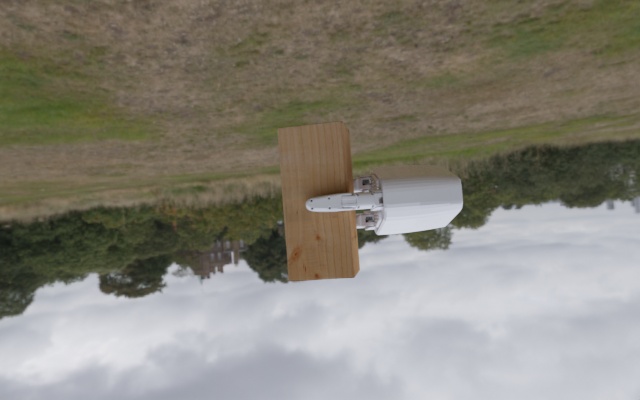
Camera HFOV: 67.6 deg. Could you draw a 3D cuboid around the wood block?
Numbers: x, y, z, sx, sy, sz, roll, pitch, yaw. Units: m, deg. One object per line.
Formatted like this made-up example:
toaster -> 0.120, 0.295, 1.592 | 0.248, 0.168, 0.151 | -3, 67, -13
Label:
wood block -> 0.000, 0.002, 0.669 | 0.090, 0.206, 0.091 | -5, -2, 10
